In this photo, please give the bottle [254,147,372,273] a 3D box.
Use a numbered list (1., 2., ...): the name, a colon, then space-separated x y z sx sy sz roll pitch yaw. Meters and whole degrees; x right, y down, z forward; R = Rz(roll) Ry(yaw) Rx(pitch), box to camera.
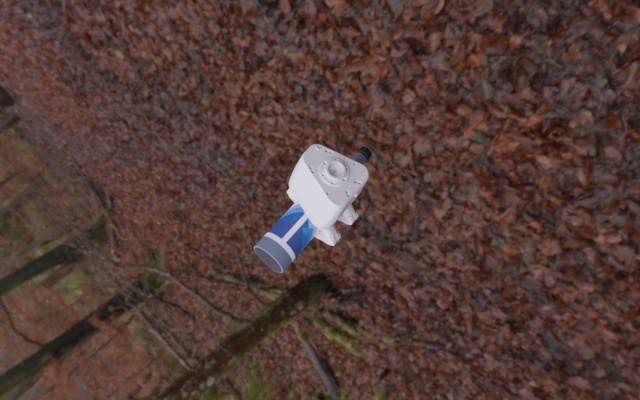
1. bottle: 0.000 0.003 0.881 0.295 0.069 0.069 -48 24 -24
